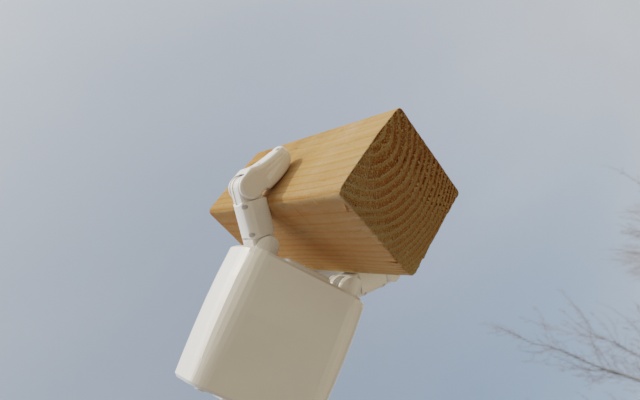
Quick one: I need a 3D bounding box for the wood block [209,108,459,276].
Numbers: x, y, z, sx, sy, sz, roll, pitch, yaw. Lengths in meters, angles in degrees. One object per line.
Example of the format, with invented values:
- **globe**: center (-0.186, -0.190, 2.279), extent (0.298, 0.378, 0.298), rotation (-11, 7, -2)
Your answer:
- **wood block**: center (0.000, 0.001, 0.422), extent (0.091, 0.090, 0.206), rotation (49, -30, -23)
